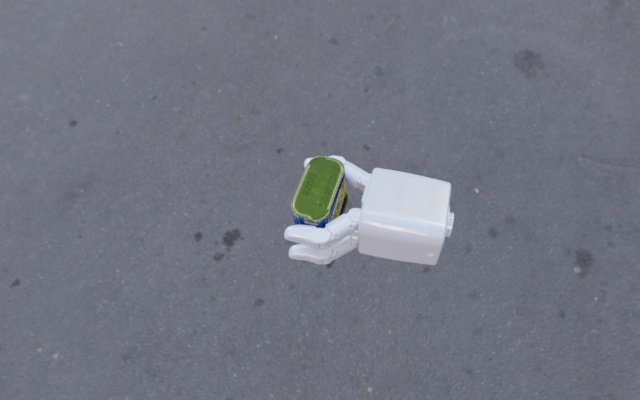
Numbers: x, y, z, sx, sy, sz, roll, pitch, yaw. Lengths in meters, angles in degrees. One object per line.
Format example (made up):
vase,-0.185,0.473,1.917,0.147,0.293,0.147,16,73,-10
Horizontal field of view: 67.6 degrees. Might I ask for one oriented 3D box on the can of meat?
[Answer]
can of meat,0.000,0.002,0.646,0.057,0.102,0.084,14,-27,12
